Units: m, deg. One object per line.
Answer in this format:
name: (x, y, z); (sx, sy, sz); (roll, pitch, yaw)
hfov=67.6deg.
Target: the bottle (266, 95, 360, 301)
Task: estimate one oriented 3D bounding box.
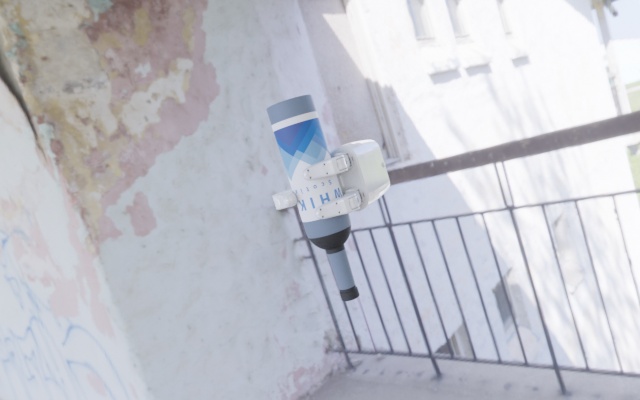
bottle: (0.000, 0.002, 0.681); (0.069, 0.296, 0.069); (-17, 6, 2)
